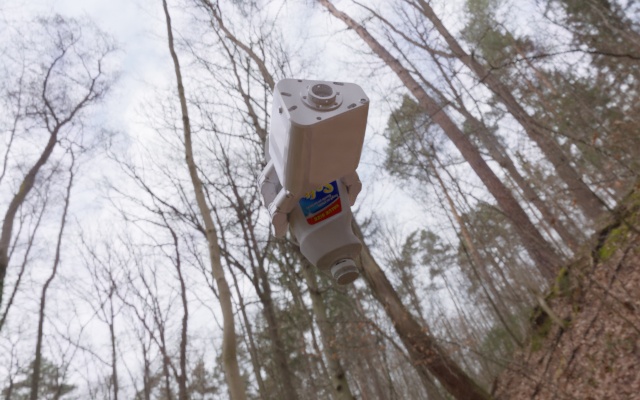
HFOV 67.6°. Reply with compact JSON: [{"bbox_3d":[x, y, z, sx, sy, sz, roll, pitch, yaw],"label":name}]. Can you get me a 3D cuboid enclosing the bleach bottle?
[{"bbox_3d":[0.000,0.002,0.656,0.102,0.250,0.068,-11,-39,-17],"label":"bleach bottle"}]
